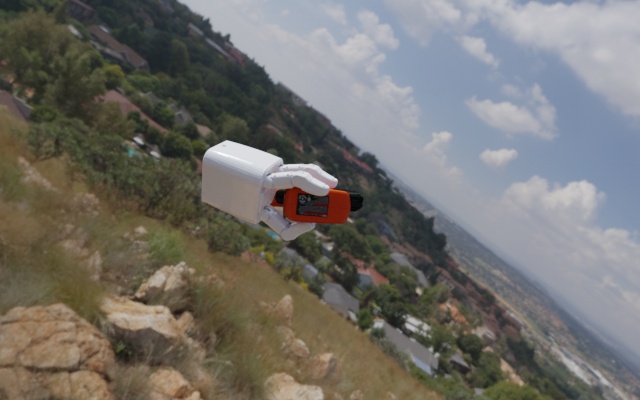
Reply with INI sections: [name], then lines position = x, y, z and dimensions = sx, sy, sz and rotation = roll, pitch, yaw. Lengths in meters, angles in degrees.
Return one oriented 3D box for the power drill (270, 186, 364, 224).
[power drill]
position = 0.000, 0.003, 0.842
dimensions = 0.184, 0.057, 0.187
rotation = 3, 3, -7
